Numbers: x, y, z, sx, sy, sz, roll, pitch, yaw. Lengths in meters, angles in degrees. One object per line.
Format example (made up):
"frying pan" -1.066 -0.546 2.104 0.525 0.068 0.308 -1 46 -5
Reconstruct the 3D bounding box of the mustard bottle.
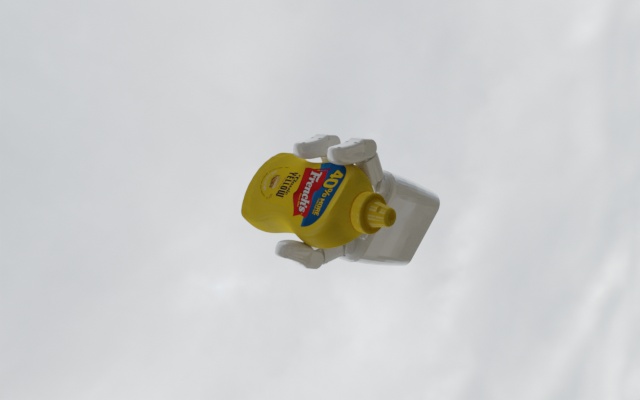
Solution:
"mustard bottle" 0.000 0.001 0.509 0.191 0.096 0.058 13 -26 45
